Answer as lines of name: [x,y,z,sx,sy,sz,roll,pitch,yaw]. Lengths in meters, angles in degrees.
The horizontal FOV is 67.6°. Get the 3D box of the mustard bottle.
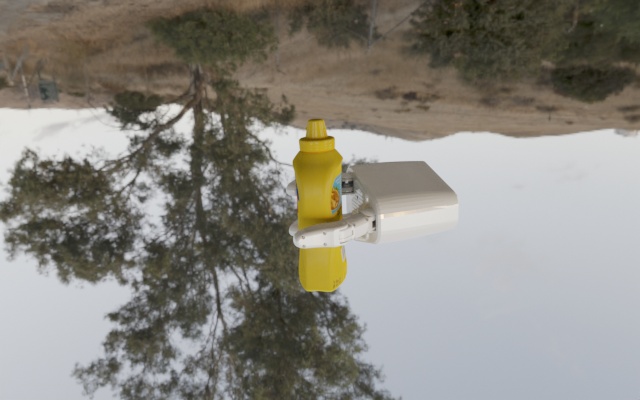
mustard bottle: [0.000,0.002,0.557,0.058,0.192,0.096,0,17,10]
